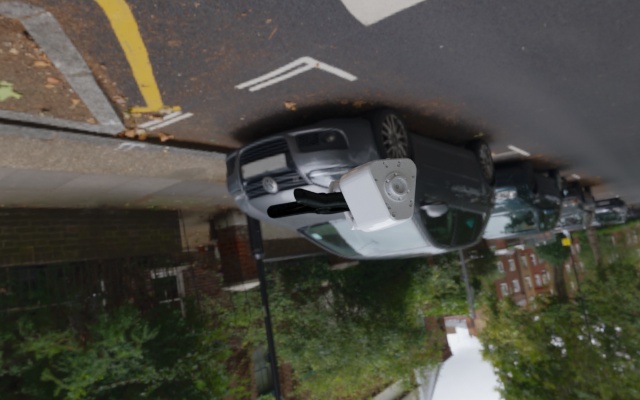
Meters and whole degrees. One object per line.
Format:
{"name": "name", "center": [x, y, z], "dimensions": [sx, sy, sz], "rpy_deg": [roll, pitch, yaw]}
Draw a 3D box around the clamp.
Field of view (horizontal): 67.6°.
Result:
{"name": "clamp", "center": [0.000, 0.003, 0.854], "dimensions": [0.171, 0.039, 0.120], "rpy_deg": [-6, -9, -24]}
